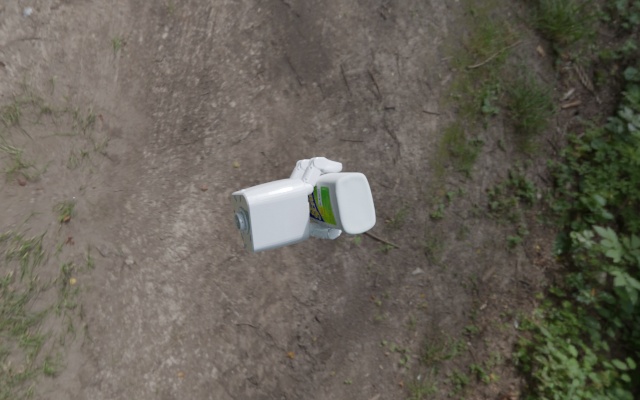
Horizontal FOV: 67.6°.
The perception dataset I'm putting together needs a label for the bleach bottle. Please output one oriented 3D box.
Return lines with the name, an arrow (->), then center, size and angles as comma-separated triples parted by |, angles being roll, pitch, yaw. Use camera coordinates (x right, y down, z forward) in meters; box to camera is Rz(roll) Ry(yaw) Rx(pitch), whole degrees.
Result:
bleach bottle -> 0.000, 0.003, 0.874 | 0.068, 0.102, 0.251 | -14, 7, -27
